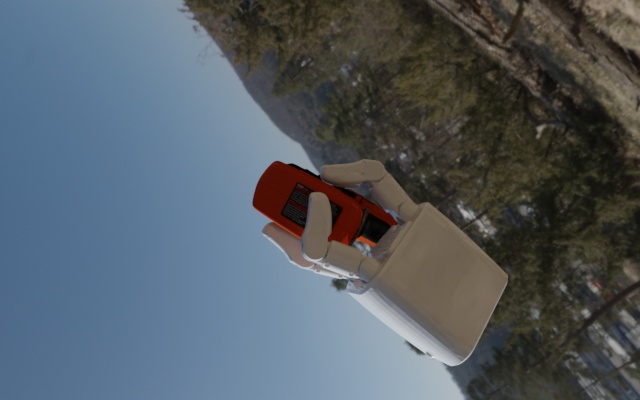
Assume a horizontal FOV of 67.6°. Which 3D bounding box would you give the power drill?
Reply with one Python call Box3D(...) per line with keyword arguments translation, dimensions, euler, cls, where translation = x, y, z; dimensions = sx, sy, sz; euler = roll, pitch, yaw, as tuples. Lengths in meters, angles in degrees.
Box3D(translation=(0.000, 0.002, 0.525), dimensions=(0.184, 0.057, 0.187), euler=(28, 7, 17), cls="power drill")
